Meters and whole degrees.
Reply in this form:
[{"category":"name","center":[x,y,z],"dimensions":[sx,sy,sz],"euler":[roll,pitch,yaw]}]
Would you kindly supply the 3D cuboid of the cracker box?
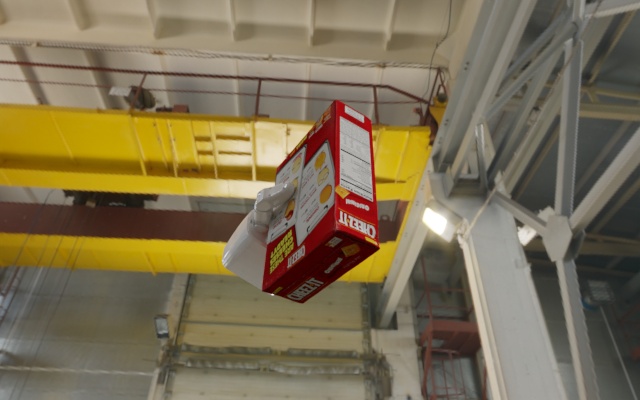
[{"category":"cracker box","center":[0.000,0.002,0.622],"dimensions":[0.072,0.213,0.164],"euler":[23,-44,-25]}]
